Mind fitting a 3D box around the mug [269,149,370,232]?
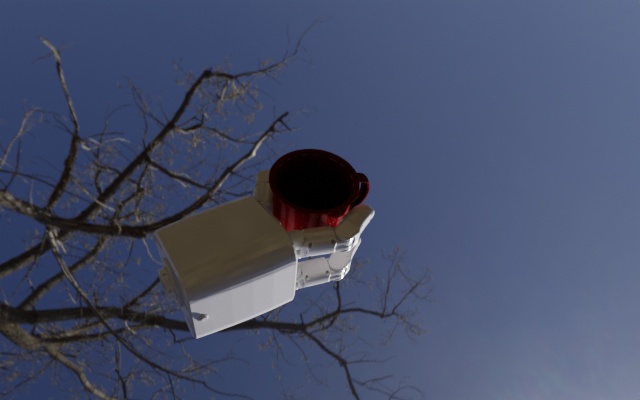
[{"bbox_3d":[0.001,0.001,0.519,0.117,0.093,0.082,-18,-37,-23],"label":"mug"}]
